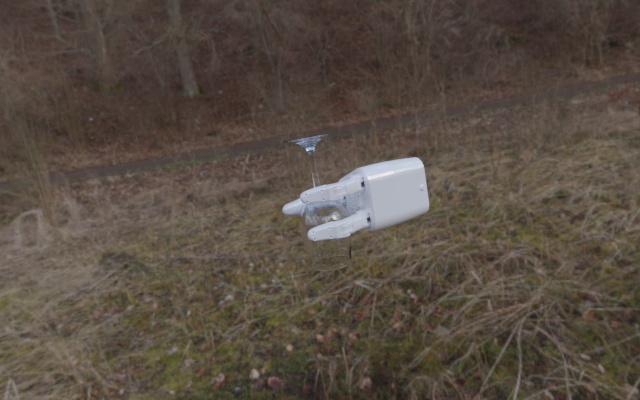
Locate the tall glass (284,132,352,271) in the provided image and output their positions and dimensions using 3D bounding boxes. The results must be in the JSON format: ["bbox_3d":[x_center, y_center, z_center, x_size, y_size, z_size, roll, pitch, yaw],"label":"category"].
[{"bbox_3d":[0.000,0.002,0.722,0.079,0.201,0.079,-10,10,2],"label":"tall glass"}]
